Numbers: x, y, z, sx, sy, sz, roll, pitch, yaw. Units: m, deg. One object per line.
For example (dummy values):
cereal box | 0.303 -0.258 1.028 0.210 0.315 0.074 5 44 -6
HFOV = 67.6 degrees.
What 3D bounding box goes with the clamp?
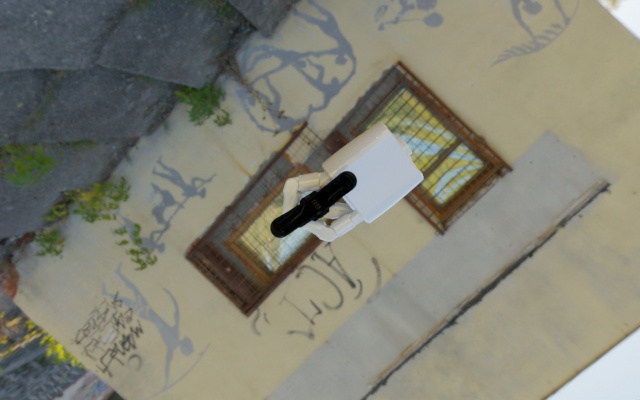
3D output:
clamp | 0.000 0.003 0.636 0.120 0.039 0.171 -29 1 8
